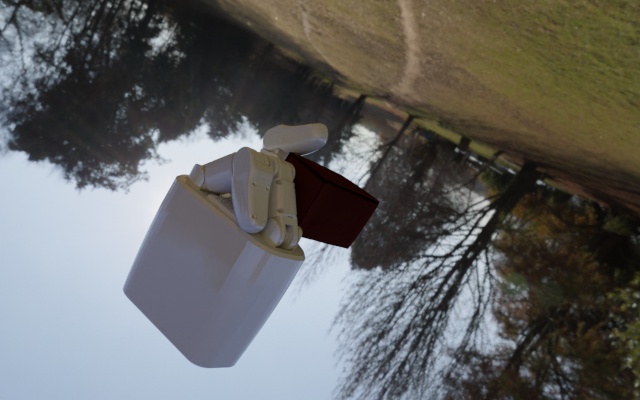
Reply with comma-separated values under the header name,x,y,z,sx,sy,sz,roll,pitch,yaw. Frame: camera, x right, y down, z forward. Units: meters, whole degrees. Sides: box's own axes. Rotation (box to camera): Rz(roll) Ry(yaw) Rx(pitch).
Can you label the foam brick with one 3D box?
name,x,y,z,sx,sy,sz,roll,pitch,yaw
foam brick,0.000,0.001,0.405,0.078,0.051,0.053,20,14,-48
